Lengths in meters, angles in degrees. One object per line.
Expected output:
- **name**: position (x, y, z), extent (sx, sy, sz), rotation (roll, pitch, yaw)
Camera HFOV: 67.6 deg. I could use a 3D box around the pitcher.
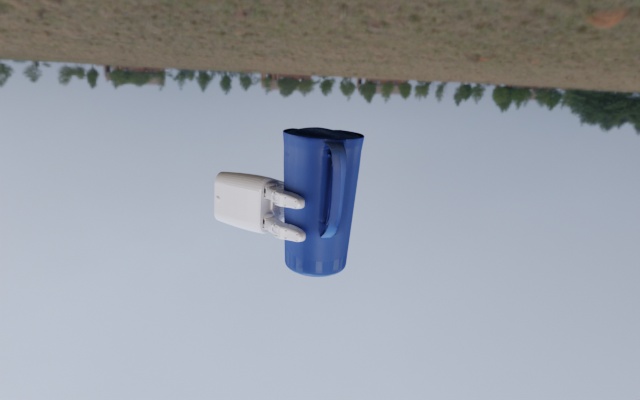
- **pitcher**: position (0.000, 0.003, 0.797), extent (0.145, 0.243, 0.149), rotation (11, 17, 28)
